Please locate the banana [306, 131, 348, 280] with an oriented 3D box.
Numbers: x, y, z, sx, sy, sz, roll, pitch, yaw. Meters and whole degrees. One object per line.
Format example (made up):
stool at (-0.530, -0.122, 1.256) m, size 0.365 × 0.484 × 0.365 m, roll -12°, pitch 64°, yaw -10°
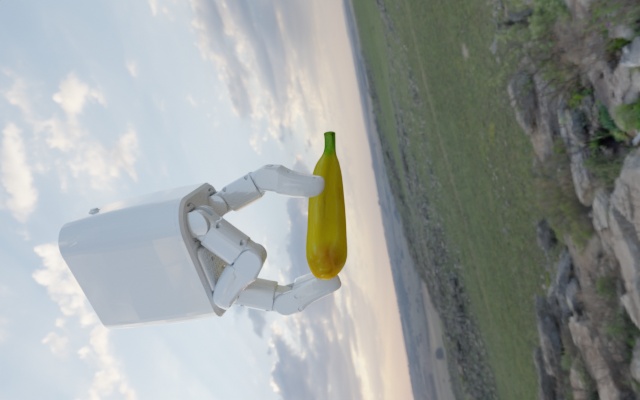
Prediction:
banana at (0.004, 0.014, 0.442) m, size 0.037 × 0.070 × 0.197 m, roll -9°, pitch 37°, yaw 7°
